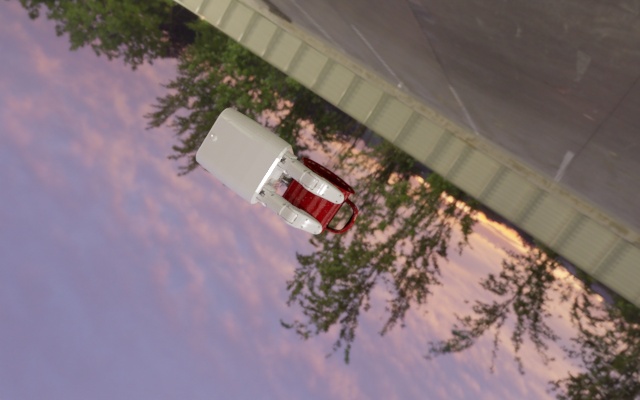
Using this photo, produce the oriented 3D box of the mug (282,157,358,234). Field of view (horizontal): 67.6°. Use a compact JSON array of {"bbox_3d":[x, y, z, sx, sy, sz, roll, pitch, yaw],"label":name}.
[{"bbox_3d":[0.001,0.003,0.705,0.117,0.081,0.093,36,11,9],"label":"mug"}]
